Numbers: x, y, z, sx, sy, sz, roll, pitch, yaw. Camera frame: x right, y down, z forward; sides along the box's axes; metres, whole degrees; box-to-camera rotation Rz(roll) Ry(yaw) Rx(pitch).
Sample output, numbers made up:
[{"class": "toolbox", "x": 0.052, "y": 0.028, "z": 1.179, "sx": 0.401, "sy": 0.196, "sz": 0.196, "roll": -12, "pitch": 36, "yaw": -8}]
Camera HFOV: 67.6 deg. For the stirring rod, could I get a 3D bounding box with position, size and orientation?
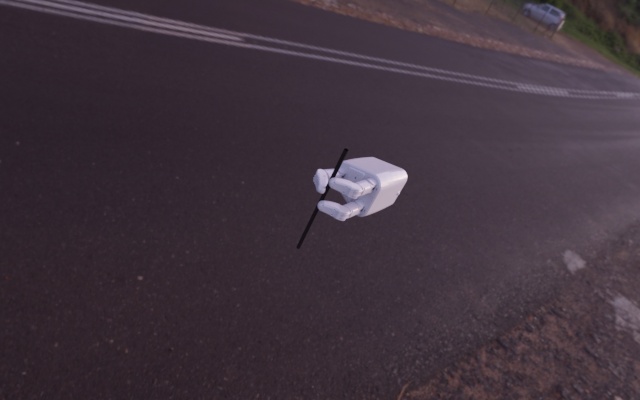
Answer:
[{"class": "stirring rod", "x": 0.000, "y": 0.003, "z": 0.895, "sx": 0.011, "sy": 0.240, "sz": 0.011, "roll": 18, "pitch": 33, "yaw": -12}]
